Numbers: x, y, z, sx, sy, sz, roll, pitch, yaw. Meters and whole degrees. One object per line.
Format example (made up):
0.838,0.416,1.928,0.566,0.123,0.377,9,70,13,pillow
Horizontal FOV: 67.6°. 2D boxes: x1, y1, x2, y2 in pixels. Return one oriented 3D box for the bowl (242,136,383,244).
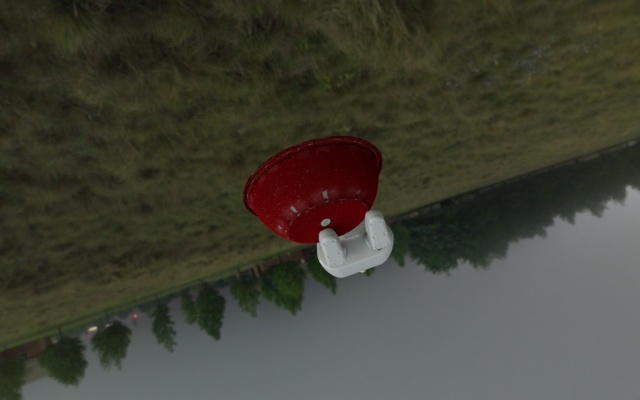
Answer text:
0.000,0.002,0.519,0.162,0.055,0.162,-15,-29,-8,bowl
